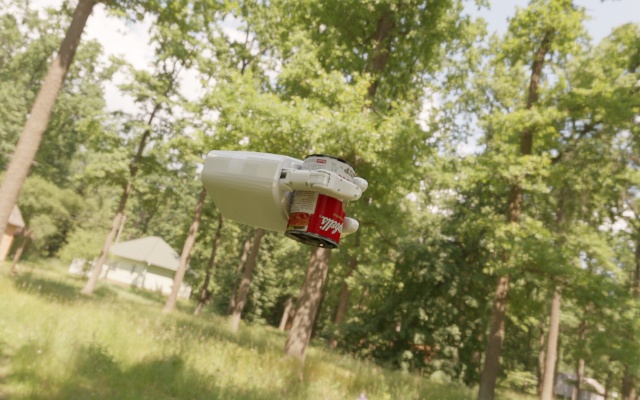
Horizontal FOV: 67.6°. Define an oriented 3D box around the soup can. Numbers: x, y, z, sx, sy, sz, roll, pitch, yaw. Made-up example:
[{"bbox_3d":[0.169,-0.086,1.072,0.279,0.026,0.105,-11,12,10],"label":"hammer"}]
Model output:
[{"bbox_3d":[0.001,0.002,0.592,0.068,0.102,0.068,13,-15,4],"label":"soup can"}]
